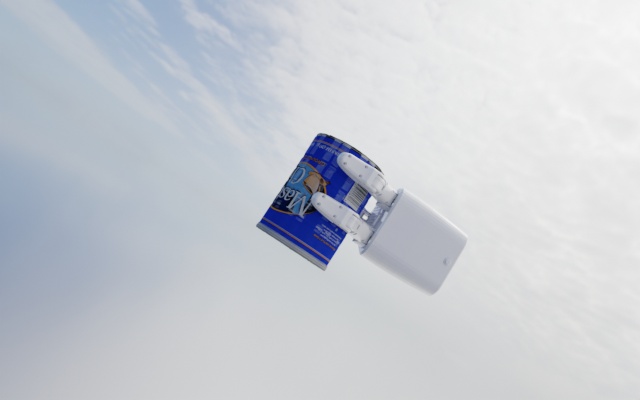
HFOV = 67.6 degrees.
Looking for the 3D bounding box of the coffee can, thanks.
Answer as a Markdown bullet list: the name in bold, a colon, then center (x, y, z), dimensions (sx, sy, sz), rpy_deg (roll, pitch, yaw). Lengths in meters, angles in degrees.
- **coffee can**: center (0.000, 0.002, 0.600), dimensions (0.103, 0.140, 0.103), rpy_deg (33, -7, 4)
